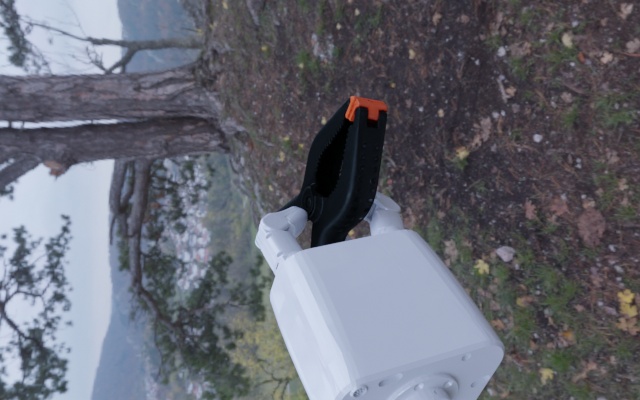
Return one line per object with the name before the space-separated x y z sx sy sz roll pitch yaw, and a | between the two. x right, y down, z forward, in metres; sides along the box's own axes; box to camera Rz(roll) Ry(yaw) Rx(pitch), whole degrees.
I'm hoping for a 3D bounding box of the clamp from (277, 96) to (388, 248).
clamp | 0.000 0.001 0.424 0.036 0.210 0.164 3 30 -27
